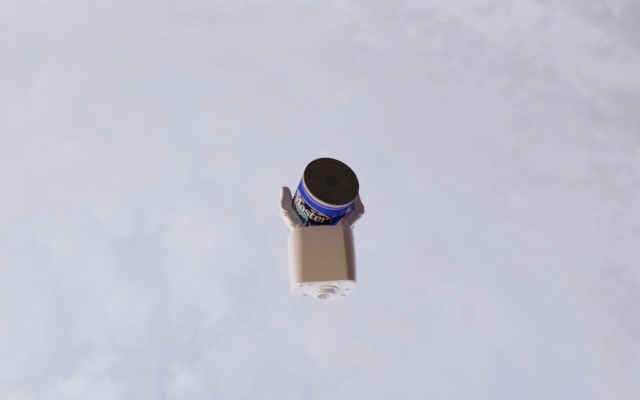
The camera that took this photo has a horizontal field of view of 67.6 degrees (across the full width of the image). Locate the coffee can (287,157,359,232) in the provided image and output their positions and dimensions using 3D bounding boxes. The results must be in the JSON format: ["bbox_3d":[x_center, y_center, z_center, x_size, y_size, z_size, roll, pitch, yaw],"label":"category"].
[{"bbox_3d":[0.000,0.003,0.881,0.103,0.102,0.140,0,-32,-20],"label":"coffee can"}]
